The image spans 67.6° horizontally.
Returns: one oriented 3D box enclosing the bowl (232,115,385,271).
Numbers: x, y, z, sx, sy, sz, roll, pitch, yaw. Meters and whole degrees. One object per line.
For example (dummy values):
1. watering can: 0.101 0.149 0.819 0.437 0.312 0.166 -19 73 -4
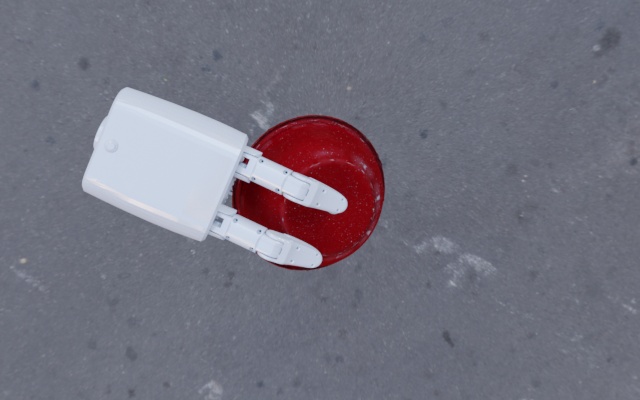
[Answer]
1. bowl: 0.001 0.002 0.459 0.162 0.162 0.055 0 15 -20
